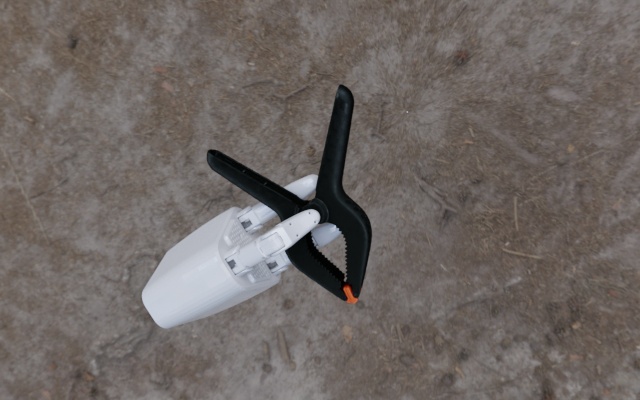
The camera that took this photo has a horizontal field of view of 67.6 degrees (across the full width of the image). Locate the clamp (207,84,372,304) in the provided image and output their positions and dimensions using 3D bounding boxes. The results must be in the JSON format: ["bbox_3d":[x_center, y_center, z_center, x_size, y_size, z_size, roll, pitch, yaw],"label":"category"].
[{"bbox_3d":[0.000,0.002,0.479,0.164,0.210,0.036,-30,4,19],"label":"clamp"}]
